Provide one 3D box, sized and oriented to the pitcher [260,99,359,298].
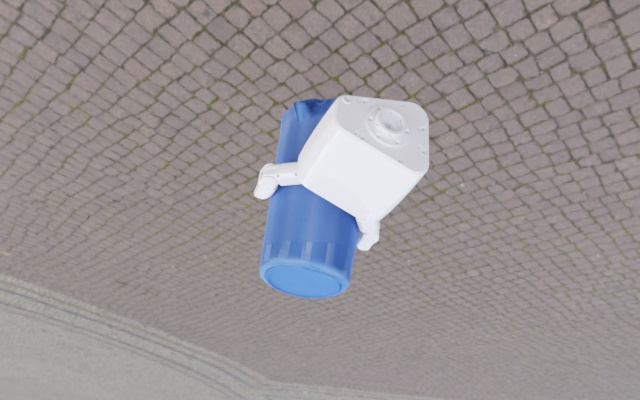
[{"bbox_3d":[0.000,0.002,0.629,0.149,0.242,0.145,18,-33,-15],"label":"pitcher"}]
